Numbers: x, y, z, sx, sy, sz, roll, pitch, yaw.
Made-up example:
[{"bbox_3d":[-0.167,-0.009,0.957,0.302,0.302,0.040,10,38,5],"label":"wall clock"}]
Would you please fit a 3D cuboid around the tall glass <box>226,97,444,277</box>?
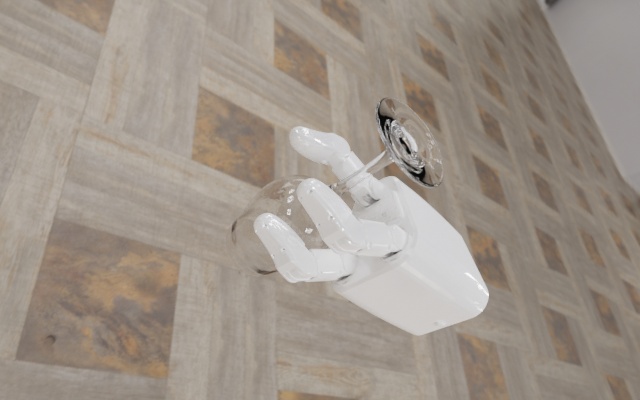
[{"bbox_3d":[0.000,0.001,0.402,0.079,0.079,0.201,0,-26,-48],"label":"tall glass"}]
